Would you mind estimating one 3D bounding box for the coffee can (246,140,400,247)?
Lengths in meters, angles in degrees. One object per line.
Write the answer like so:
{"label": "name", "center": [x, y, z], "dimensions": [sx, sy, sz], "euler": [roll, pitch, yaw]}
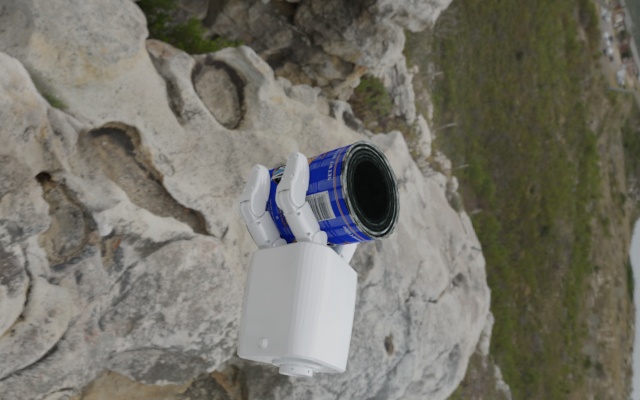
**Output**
{"label": "coffee can", "center": [0.000, 0.002, 0.522], "dimensions": [0.140, 0.103, 0.103], "euler": [-13, -8, 38]}
